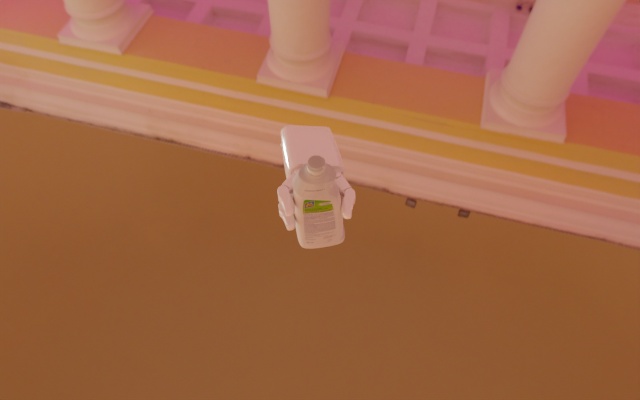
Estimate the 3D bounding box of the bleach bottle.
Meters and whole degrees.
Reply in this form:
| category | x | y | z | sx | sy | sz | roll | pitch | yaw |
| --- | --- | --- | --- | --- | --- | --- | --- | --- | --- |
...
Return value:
| category | x | y | z | sx | sy | sz | roll | pitch | yaw |
| --- | --- | --- | --- | --- | --- | --- | --- | --- | --- |
| bleach bottle | 0.000 | 0.003 | 0.890 | 0.102 | 0.068 | 0.251 | -10 | -32 | -7 |
